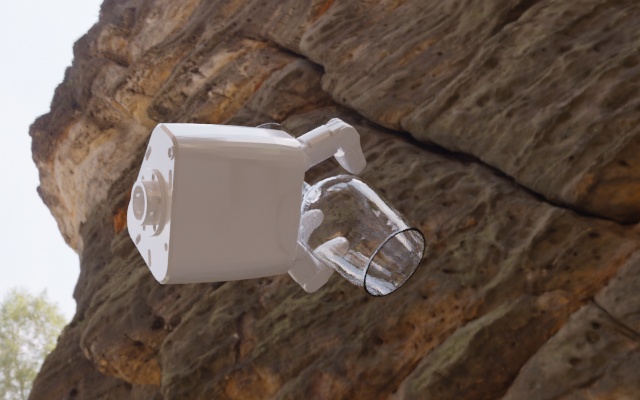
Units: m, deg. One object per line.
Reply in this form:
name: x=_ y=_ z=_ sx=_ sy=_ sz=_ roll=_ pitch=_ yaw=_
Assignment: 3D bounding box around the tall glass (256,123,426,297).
tall glass: x=0.000 y=0.001 z=0.425 sx=0.079 sy=0.079 sz=0.201 roll=0 pitch=28 yaw=-40
